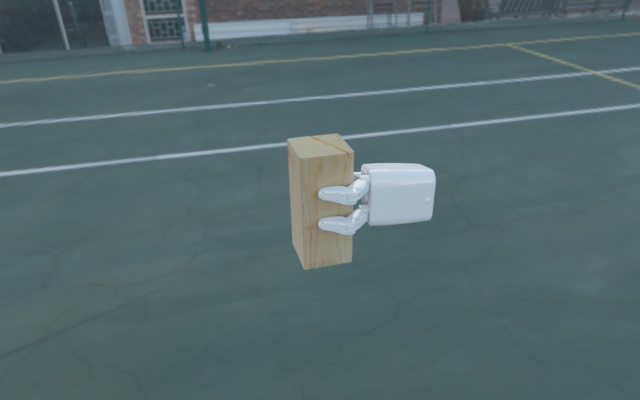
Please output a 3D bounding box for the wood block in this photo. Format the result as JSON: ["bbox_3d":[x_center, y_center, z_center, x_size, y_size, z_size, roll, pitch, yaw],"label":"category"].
[{"bbox_3d":[0.000,0.002,0.807,0.090,0.206,0.090,-8,29,-13],"label":"wood block"}]
